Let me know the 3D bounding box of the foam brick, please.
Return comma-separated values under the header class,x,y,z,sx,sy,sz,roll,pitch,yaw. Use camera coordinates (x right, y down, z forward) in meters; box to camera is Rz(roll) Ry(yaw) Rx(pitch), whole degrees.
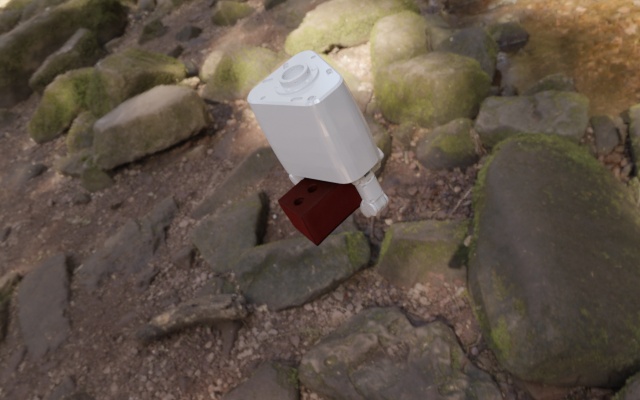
class,x,y,z,sx,sy,sz,roll,pitch,yaw
foam brick,0.000,0.002,0.559,0.053,0.078,0.051,33,-20,45
